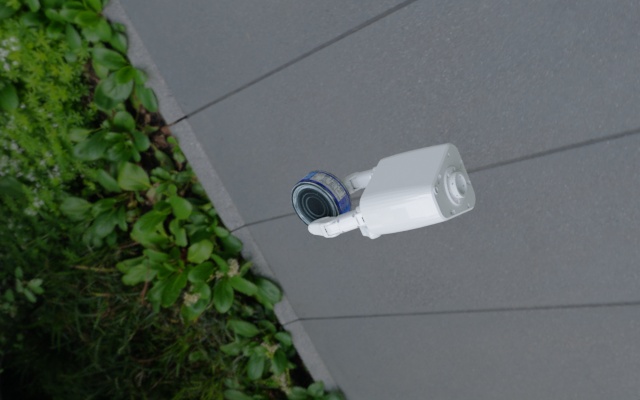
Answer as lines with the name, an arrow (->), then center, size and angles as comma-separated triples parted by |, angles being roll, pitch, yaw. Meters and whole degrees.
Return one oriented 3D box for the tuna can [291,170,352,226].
tuna can -> 0.000, 0.003, 0.681 | 0.086, 0.086, 0.033 | 0, 30, 40
